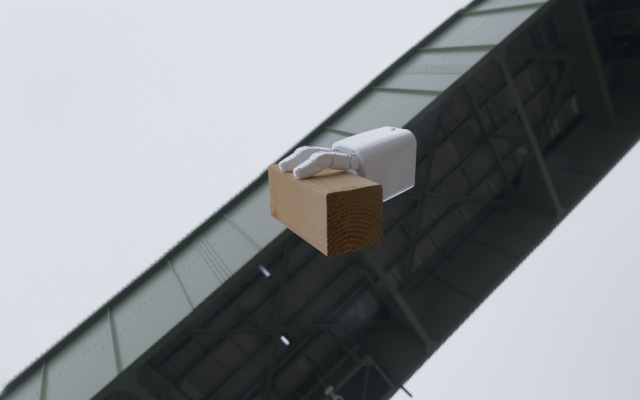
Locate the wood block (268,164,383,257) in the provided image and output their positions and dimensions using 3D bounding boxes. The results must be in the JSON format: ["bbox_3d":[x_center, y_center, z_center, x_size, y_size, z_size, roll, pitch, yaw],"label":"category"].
[{"bbox_3d":[0.000,0.003,0.726,0.090,0.091,0.206,-10,18,-25],"label":"wood block"}]
